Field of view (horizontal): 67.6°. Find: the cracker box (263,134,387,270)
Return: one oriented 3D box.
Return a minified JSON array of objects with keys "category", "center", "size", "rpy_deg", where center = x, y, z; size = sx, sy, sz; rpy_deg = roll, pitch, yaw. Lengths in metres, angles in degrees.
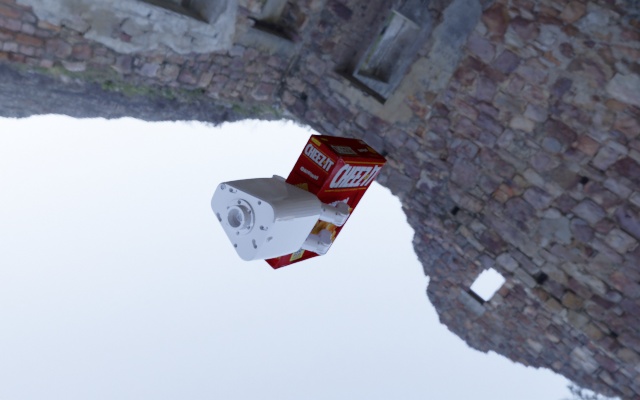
[{"category":"cracker box","center":[0.000,0.003,0.783],"size":[0.072,0.214,0.164],"rpy_deg":[41,23,23]}]
